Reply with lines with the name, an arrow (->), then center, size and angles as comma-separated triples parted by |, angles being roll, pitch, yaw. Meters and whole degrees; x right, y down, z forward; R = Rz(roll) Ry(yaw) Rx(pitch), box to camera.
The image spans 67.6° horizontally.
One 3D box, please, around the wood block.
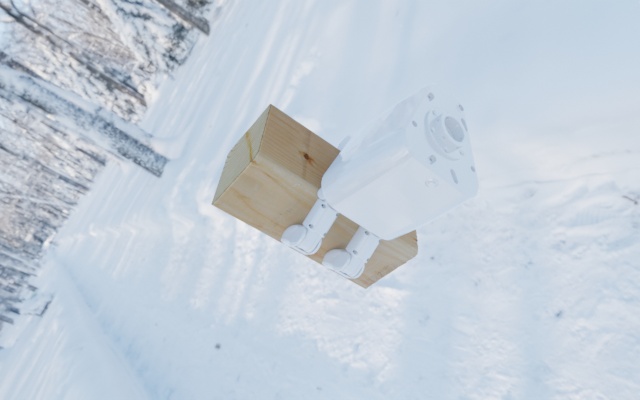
wood block -> 0.000, 0.001, 0.525 | 0.206, 0.090, 0.090 | 32, -52, -23
